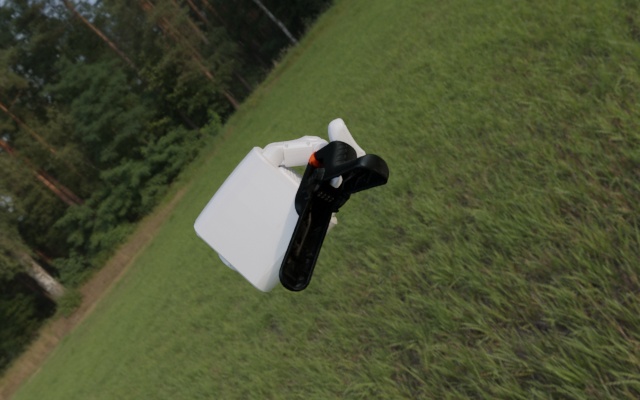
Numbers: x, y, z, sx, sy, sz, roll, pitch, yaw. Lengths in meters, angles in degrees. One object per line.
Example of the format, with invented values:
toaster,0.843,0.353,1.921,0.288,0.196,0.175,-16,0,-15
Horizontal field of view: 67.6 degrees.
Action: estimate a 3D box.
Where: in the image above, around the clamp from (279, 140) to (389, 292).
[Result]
clamp,0.000,0.001,0.408,0.039,0.120,0.171,38,8,-13
